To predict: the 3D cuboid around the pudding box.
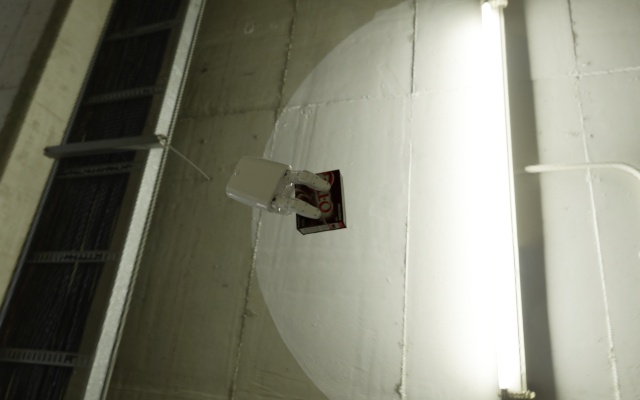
[{"bbox_3d":[0.000,0.003,0.894,0.090,0.113,0.039,-11,-26,13],"label":"pudding box"}]
